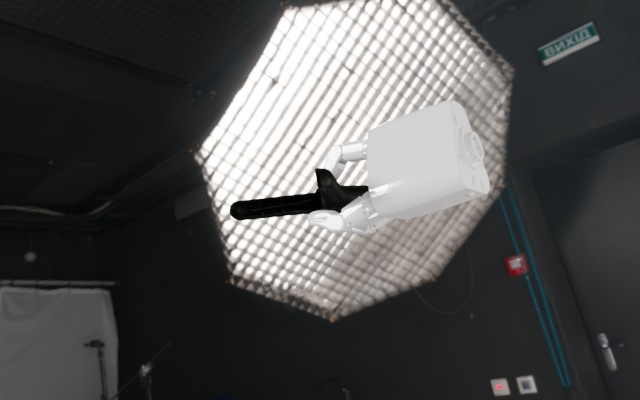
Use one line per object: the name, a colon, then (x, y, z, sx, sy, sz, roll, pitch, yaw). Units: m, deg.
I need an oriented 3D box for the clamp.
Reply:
clamp: (0.000, 0.001, 0.619, 0.164, 0.036, 0.210, -15, -14, 35)
